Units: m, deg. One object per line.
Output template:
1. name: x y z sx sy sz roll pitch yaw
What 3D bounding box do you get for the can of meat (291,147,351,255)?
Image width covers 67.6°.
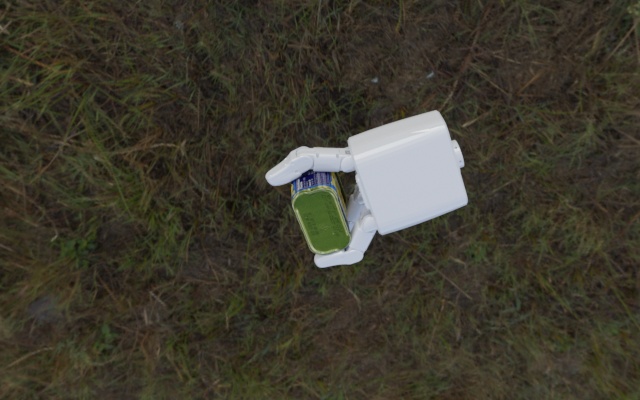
1. can of meat: 0.000 0.002 0.572 0.057 0.102 0.084 -16 36 7
